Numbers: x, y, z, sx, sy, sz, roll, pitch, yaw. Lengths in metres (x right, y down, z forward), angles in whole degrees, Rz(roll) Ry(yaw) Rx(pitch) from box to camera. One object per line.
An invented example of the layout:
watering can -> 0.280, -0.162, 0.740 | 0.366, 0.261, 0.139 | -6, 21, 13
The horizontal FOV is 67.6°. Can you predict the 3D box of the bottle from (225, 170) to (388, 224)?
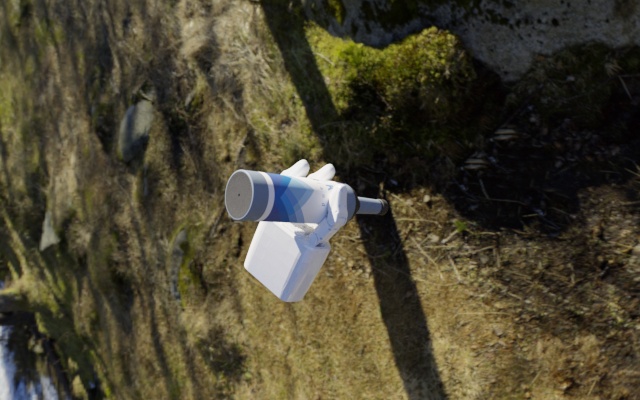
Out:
bottle -> 0.000, 0.002, 0.721 | 0.296, 0.069, 0.069 | 5, -4, -43
